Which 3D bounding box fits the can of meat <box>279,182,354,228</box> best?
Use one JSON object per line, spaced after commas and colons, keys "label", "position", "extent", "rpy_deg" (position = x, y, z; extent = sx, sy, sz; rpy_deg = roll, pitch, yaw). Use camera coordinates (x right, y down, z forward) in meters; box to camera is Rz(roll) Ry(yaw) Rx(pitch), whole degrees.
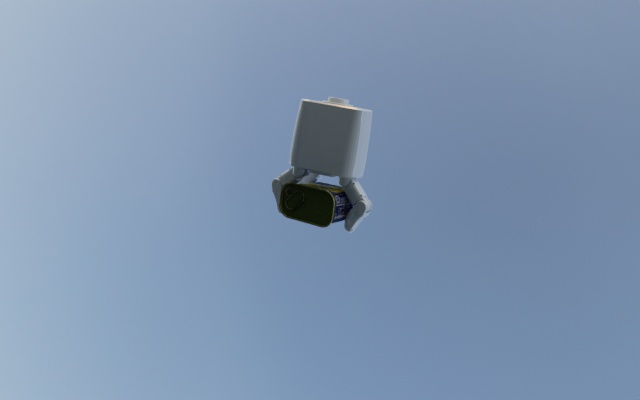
{"label": "can of meat", "position": [0.000, 0.003, 0.765], "extent": [0.102, 0.057, 0.084], "rpy_deg": [13, 13, 32]}
